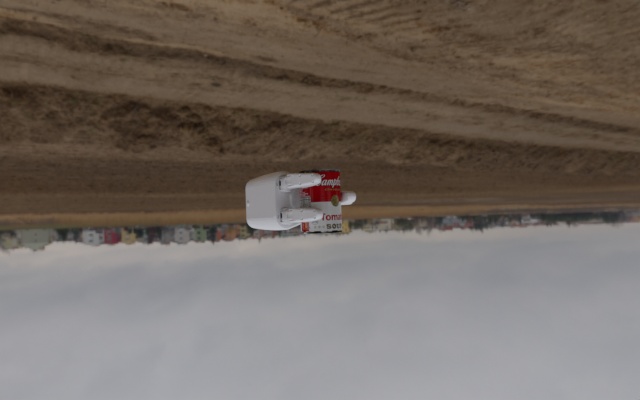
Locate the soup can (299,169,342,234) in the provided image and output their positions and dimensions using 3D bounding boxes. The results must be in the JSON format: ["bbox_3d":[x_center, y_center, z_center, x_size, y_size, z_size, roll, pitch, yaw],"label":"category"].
[{"bbox_3d":[0.001,0.003,0.777,0.068,0.102,0.068,-2,-3,0],"label":"soup can"}]
